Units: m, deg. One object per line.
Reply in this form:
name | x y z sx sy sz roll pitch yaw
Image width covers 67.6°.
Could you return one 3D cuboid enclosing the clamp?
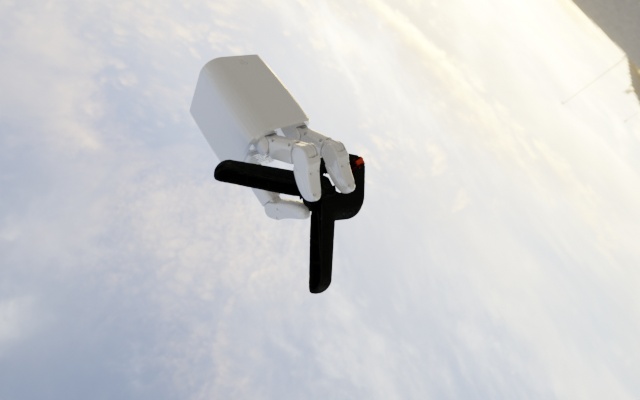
clamp | 0.000 0.002 0.541 0.036 0.164 0.210 -41 -9 39
